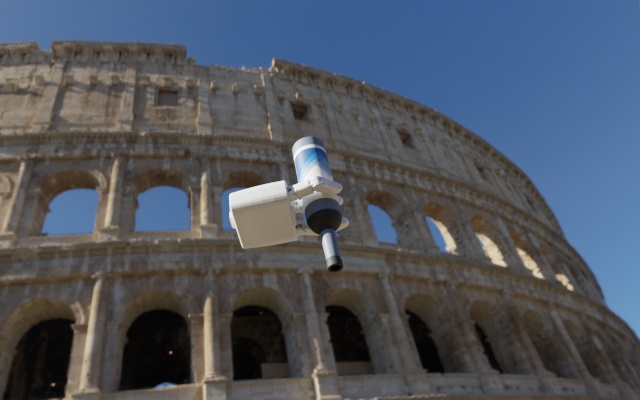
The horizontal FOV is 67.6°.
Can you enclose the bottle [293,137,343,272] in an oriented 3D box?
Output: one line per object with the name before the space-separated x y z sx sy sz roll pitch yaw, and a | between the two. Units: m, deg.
bottle | 0.000 0.003 0.895 0.069 0.295 0.069 -8 -40 -6
